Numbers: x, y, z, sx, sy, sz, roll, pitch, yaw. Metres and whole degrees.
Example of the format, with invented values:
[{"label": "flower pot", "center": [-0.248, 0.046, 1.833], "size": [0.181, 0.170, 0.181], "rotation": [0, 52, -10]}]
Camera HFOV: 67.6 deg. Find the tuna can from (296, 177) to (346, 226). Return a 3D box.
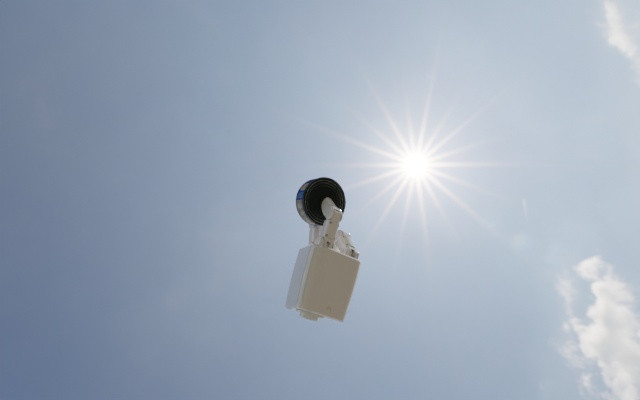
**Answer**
[{"label": "tuna can", "center": [0.000, 0.003, 0.844], "size": [0.086, 0.086, 0.034], "rotation": [0, -3, -30]}]
